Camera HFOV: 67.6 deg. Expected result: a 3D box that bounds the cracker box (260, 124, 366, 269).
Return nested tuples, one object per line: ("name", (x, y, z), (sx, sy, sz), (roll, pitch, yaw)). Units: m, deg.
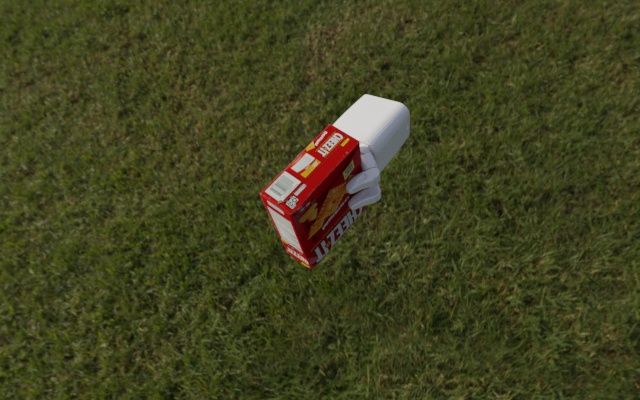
("cracker box", (0.000, 0.002, 0.805), (0.072, 0.164, 0.214), (34, -20, 25))
